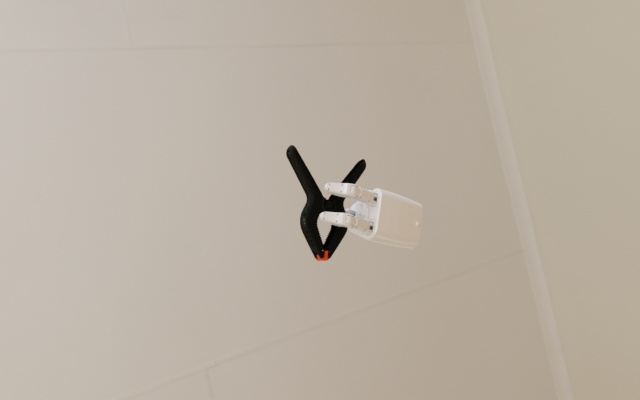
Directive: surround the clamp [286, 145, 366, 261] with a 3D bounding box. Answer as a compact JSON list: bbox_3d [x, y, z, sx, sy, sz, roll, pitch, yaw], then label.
[{"bbox_3d":[0.000,0.004,0.874,0.164,0.210,0.036,15,-14,-24],"label":"clamp"}]
